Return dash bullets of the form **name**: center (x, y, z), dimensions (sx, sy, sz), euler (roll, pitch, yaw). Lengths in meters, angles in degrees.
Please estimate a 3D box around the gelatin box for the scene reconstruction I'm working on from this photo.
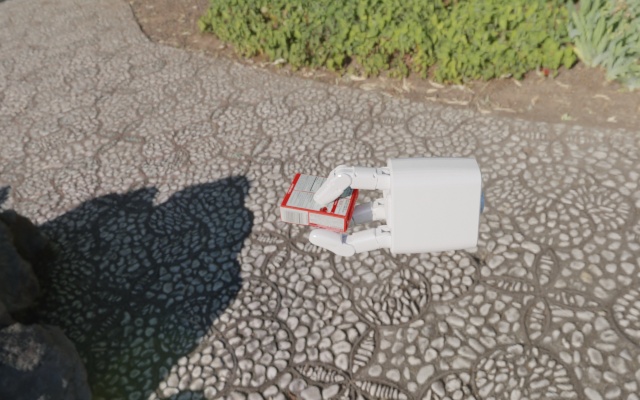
- **gelatin box**: center (0.000, 0.002, 0.621), dimensions (0.089, 0.030, 0.073), euler (10, 41, 11)
